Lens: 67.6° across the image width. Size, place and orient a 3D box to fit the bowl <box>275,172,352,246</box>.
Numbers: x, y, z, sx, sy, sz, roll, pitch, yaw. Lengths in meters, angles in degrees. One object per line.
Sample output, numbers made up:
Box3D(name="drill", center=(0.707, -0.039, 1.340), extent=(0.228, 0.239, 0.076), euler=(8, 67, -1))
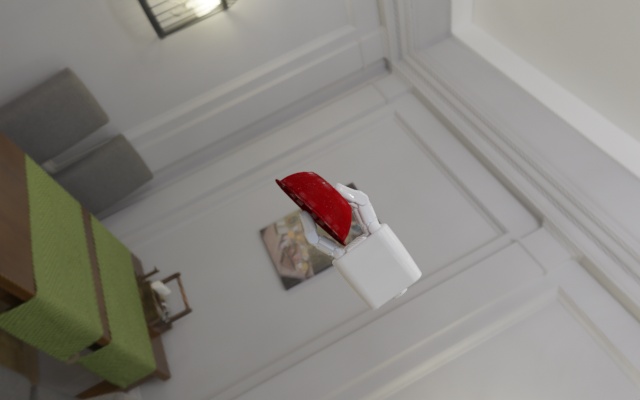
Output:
Box3D(name="bowl", center=(-0.001, 0.001, 0.798), extent=(0.162, 0.055, 0.162), euler=(42, -6, 5))
